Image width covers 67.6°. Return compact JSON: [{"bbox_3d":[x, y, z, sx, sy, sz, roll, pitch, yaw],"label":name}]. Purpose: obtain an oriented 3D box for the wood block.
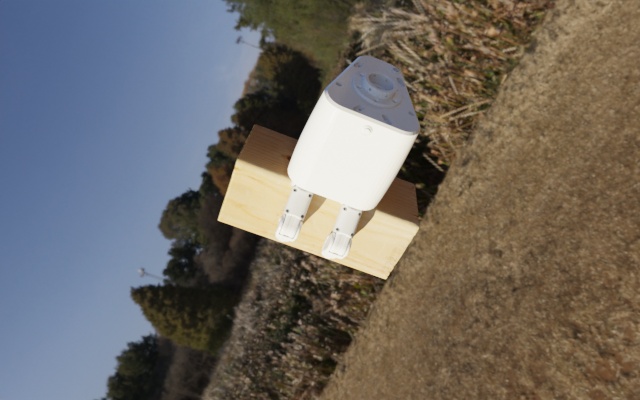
[{"bbox_3d":[0.000,0.001,0.559,0.206,0.090,0.090,20,34,-7],"label":"wood block"}]
